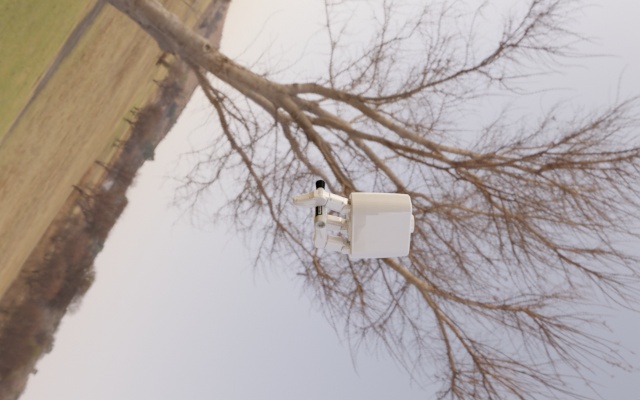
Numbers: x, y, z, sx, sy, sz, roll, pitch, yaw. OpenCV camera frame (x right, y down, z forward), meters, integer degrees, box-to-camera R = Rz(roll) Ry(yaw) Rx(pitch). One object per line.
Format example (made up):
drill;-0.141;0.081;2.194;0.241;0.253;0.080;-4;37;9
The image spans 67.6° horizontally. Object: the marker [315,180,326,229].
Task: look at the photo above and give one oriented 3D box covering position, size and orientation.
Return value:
marker;0.000;0.003;0.845;0.020;0.020;0.121;0;39;0
